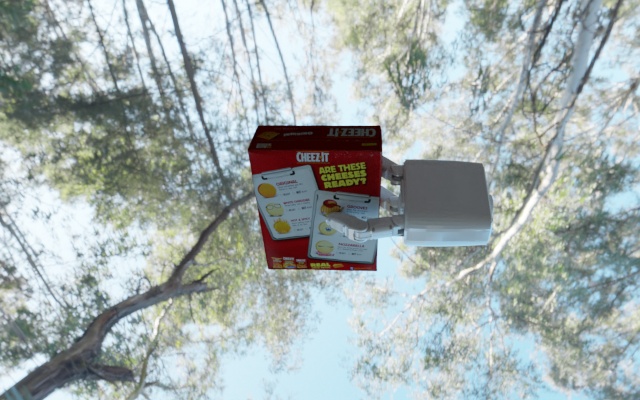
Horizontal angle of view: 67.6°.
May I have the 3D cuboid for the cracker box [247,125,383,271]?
[{"bbox_3d":[0.000,0.002,0.656,0.164,0.214,0.072,1,40,5],"label":"cracker box"}]
